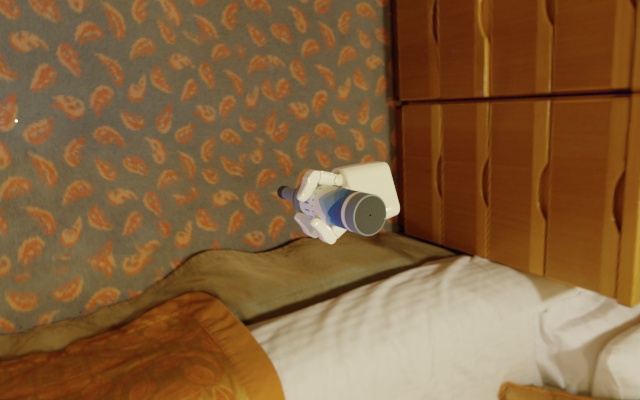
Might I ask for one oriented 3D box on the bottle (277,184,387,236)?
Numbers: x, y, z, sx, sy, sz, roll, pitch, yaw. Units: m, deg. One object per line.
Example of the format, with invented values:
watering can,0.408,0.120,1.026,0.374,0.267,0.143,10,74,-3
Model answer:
bottle,0.000,0.003,0.869,0.069,0.069,0.295,0,8,-33
